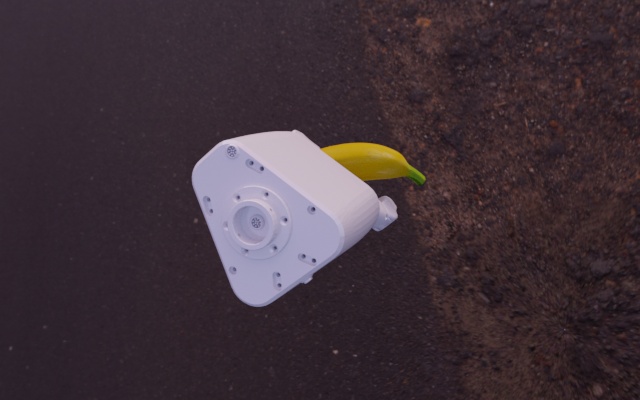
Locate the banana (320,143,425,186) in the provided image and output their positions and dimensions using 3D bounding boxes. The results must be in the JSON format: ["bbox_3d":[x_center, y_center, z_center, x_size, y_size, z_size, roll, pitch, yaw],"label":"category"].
[{"bbox_3d":[-0.003,-0.015,0.460,0.198,0.070,0.037,-15,28,14],"label":"banana"}]
